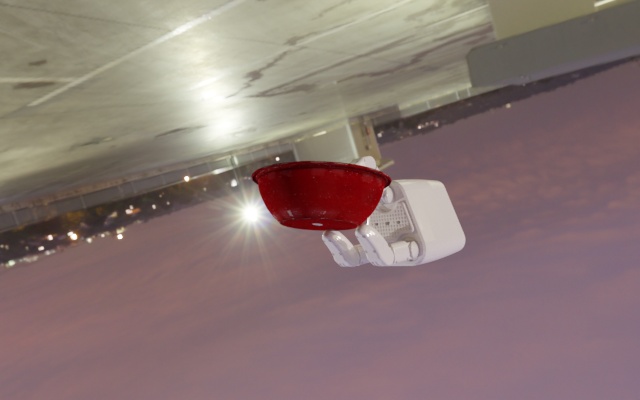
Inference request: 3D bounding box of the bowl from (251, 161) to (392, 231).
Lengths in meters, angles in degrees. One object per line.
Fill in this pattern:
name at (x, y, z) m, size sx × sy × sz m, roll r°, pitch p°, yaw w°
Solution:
bowl at (-0.001, 0.002, 0.550) m, size 0.162 × 0.055 × 0.162 m, roll 2°, pitch -11°, yaw 0°
